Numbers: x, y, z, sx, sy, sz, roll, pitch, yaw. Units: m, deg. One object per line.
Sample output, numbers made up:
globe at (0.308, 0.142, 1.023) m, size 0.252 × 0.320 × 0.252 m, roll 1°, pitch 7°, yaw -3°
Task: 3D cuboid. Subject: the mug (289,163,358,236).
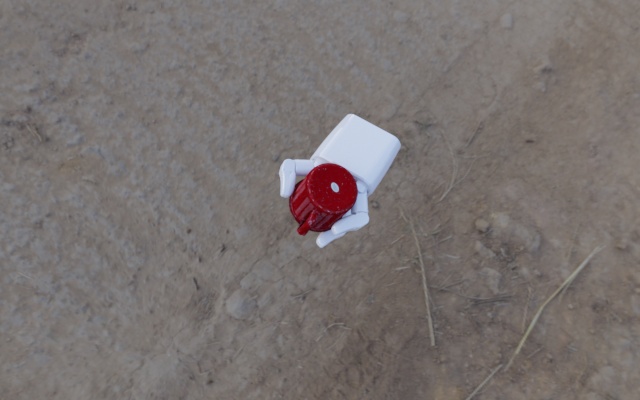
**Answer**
mug at (-0.001, 0.003, 0.721) m, size 0.093 × 0.117 × 0.081 m, roll 37°, pitch -26°, yaw -4°
